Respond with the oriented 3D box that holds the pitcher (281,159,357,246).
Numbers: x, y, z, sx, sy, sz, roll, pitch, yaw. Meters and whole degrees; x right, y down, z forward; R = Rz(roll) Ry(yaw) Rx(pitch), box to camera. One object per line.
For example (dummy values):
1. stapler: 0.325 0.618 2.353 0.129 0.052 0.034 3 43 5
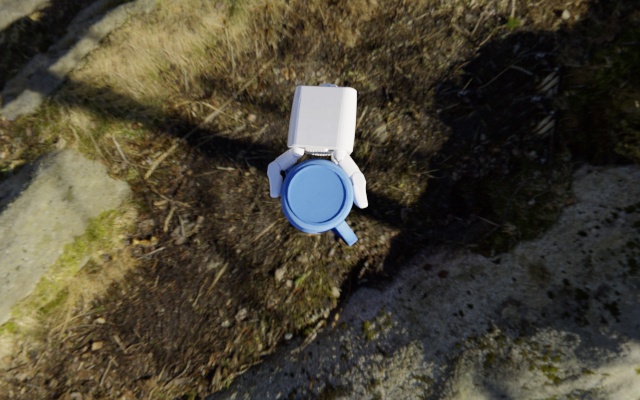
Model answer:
1. pitcher: 0.000 0.002 0.817 0.149 0.145 0.243 7 -1 -1
